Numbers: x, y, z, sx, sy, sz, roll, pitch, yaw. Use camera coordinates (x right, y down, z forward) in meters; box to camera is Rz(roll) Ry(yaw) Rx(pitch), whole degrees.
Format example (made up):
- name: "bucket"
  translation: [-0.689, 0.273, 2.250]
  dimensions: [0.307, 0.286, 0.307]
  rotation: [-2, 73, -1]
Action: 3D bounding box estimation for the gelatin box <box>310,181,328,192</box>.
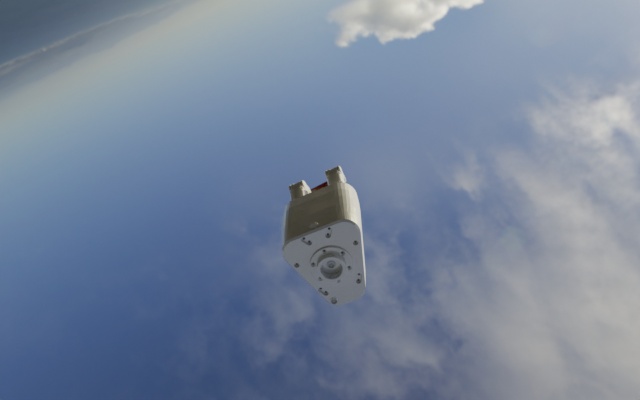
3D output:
- name: "gelatin box"
  translation: [0.000, 0.003, 0.706]
  dimensions: [0.073, 0.030, 0.089]
  rotation: [-27, 18, -4]
